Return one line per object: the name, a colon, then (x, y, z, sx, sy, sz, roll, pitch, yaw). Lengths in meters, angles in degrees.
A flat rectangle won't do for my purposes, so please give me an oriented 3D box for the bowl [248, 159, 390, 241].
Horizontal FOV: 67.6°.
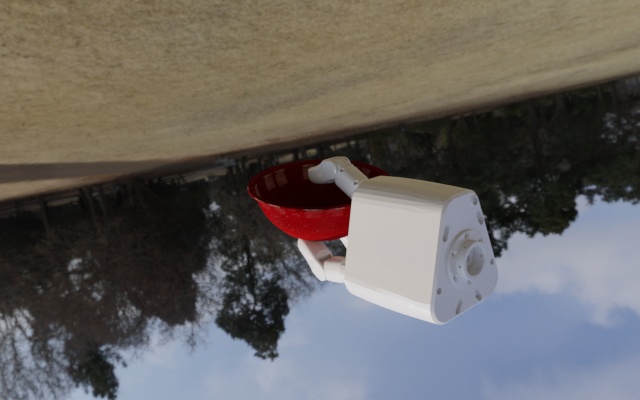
bowl: (0.000, 0.002, 0.546, 0.162, 0.055, 0.162, -2, 23, 1)
